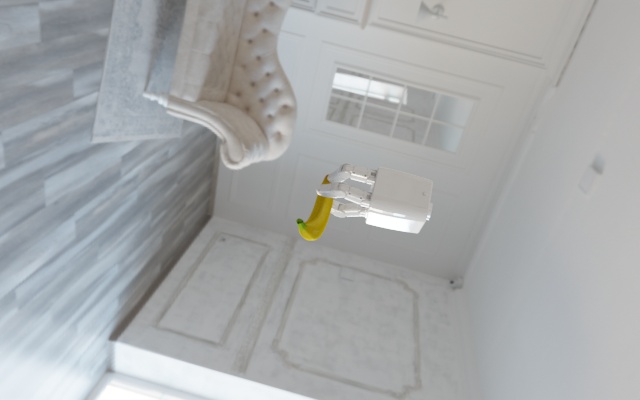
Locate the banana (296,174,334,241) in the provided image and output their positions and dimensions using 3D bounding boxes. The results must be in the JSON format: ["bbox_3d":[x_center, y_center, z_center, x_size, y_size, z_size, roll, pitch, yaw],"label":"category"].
[{"bbox_3d":[-0.002,0.021,0.893,0.037,0.070,0.197,11,30,10],"label":"banana"}]
